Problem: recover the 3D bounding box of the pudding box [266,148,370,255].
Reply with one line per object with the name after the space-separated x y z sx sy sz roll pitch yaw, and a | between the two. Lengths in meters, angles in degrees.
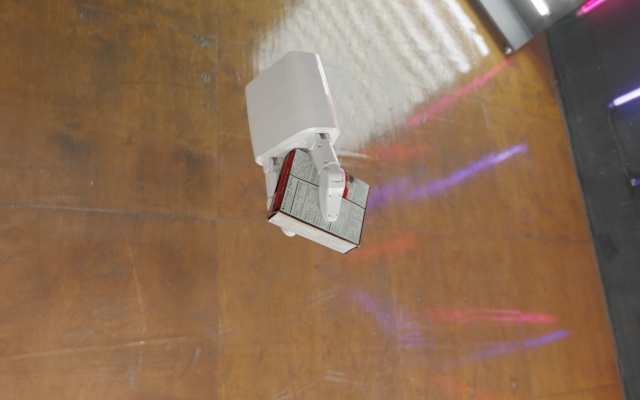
0.000 0.002 0.570 0.113 0.090 0.039 24 -30 -19 | pudding box
